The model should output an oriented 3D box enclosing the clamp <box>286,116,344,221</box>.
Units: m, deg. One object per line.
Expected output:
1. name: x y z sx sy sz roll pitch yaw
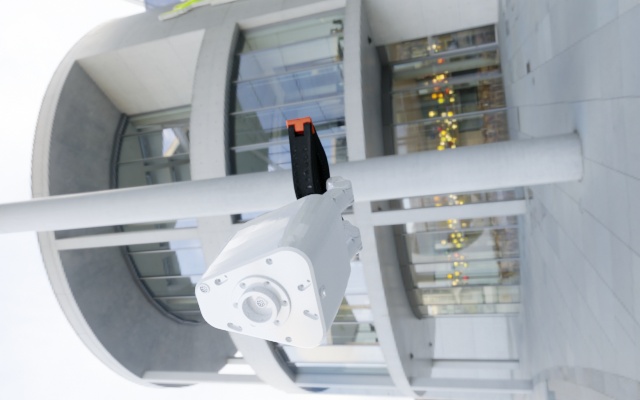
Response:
1. clamp: -0.001 0.002 0.564 0.036 0.210 0.164 -7 19 13
